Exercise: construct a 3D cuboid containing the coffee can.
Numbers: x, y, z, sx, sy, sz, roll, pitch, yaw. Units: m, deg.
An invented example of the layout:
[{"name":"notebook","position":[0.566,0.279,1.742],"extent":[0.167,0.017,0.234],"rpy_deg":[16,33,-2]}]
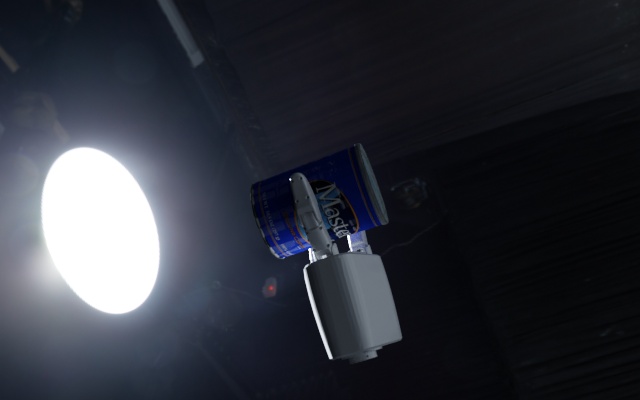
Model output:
[{"name":"coffee can","position":[0.000,0.002,0.586],"extent":[0.140,0.103,0.103],"rpy_deg":[-20,-4,11]}]
